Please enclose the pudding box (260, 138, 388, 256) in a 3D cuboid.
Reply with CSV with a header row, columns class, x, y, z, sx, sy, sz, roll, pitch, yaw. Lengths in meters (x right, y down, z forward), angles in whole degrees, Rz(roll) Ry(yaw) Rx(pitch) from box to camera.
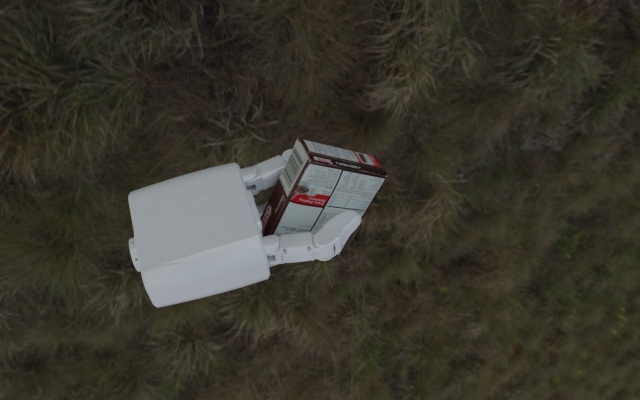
class,x,y,z,sx,sy,sz,roll,pitch,yaw
pudding box,0.000,0.002,0.472,0.090,0.113,0.039,9,37,-29
